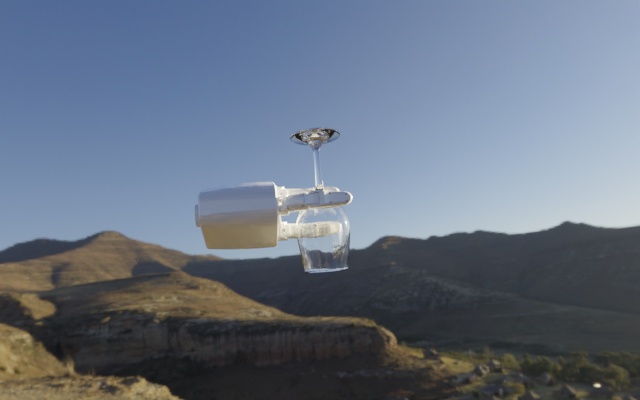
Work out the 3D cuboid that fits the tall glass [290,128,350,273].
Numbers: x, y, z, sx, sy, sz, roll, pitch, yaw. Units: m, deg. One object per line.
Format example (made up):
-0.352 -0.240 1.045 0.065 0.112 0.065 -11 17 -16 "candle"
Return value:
0.000 0.002 0.689 0.079 0.201 0.079 -5 -11 -1 "tall glass"
